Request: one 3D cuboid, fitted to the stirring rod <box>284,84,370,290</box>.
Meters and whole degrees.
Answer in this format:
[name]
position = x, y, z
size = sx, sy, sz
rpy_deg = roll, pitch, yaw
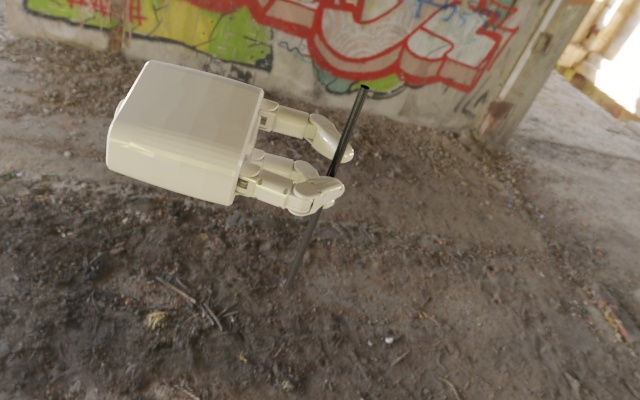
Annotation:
[stirring rod]
position = 0.000, 0.002, 0.451
size = 0.011, 0.240, 0.011
rpy_deg = 14, 35, -10
